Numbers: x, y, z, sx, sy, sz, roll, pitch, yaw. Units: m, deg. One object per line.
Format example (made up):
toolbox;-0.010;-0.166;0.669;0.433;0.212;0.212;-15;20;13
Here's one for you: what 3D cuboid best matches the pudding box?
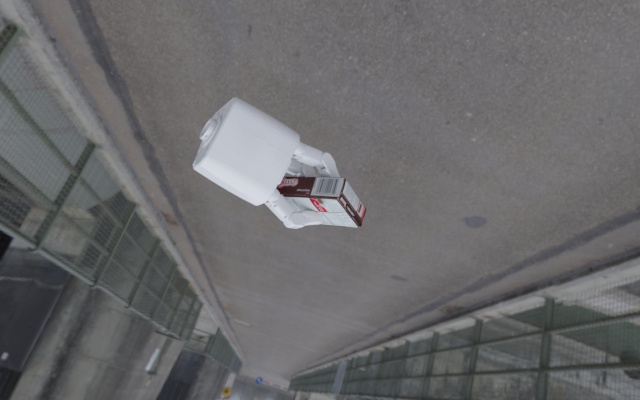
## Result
pudding box;0.000;0.002;0.718;0.113;0.039;0.090;5;-27;31
